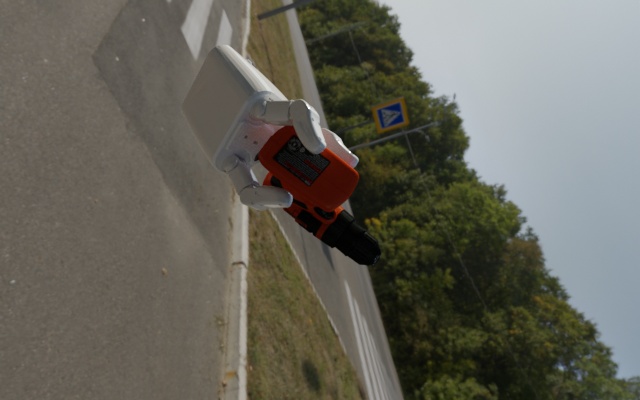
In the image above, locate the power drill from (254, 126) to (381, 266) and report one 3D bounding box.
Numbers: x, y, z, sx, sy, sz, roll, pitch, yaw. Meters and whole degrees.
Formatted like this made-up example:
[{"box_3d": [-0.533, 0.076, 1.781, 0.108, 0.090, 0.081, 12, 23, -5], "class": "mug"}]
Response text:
[{"box_3d": [0.000, 0.001, 0.562, 0.184, 0.057, 0.188, 36, -15, 11], "class": "power drill"}]
